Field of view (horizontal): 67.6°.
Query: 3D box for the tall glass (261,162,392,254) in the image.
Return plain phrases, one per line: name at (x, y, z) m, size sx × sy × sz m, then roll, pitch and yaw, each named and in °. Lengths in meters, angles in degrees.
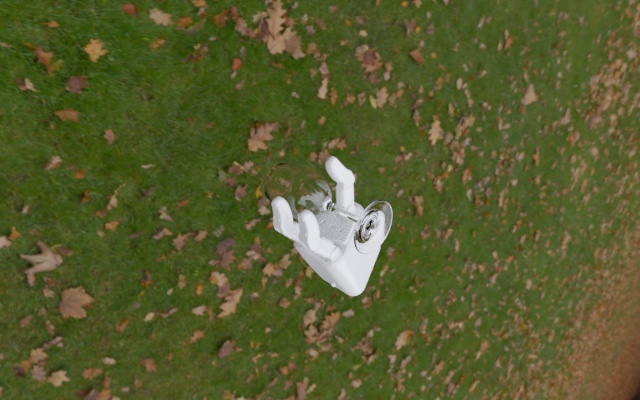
tall glass at (0.001, 0.002, 0.674) m, size 0.201 × 0.079 × 0.079 m, roll 26°, pitch 17°, yaw 40°
